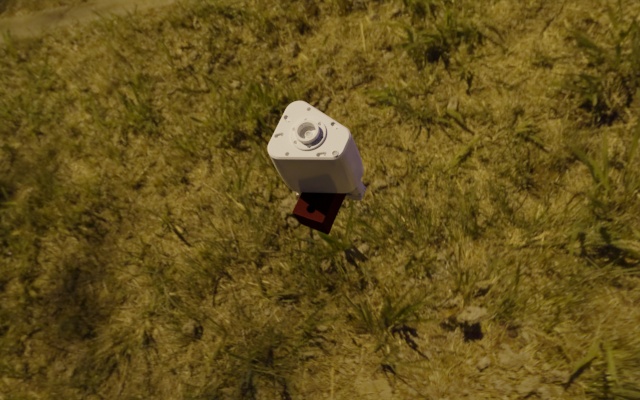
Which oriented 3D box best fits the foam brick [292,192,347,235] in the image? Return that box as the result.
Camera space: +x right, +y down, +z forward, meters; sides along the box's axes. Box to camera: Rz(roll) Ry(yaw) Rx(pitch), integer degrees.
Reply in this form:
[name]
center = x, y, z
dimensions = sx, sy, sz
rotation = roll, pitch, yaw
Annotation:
[foam brick]
center = 0.000, 0.003, 0.730
dimensions = 0.053, 0.078, 0.051
rotation = 18, -16, 19
